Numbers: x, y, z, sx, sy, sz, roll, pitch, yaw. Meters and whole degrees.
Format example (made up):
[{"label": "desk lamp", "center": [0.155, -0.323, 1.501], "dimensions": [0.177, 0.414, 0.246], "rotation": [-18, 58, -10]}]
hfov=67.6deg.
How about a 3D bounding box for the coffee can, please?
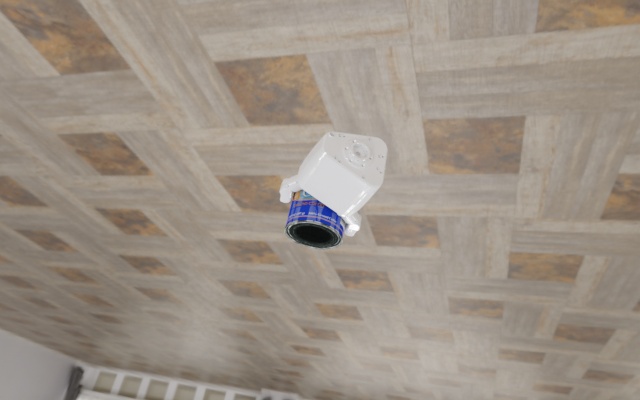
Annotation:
[{"label": "coffee can", "center": [0.000, 0.003, 0.855], "dimensions": [0.103, 0.140, 0.103], "rotation": [9, -30, 5]}]
